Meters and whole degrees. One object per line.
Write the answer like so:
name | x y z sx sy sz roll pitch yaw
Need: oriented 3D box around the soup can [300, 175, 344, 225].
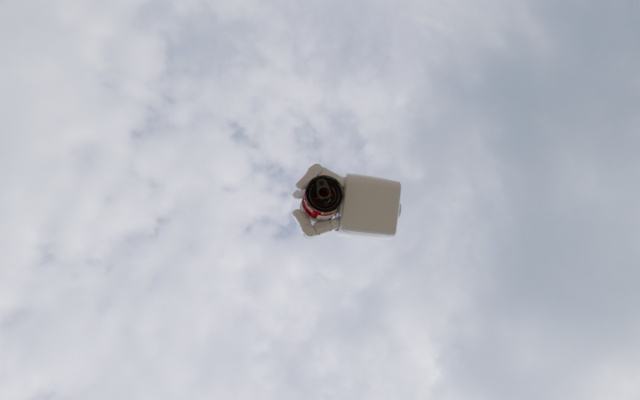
soup can | 0.000 0.003 0.864 0.068 0.068 0.102 0 -17 -9
